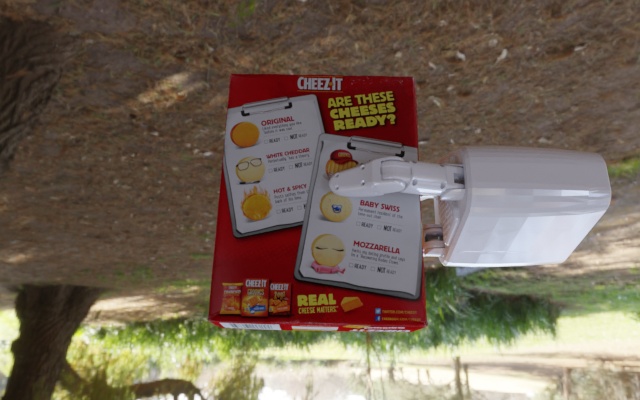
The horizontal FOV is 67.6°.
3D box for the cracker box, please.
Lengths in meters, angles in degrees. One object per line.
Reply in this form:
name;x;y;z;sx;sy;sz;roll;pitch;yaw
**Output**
cracker box;0.000;0.001;0.411;0.164;0.213;0.072;1;-19;0
